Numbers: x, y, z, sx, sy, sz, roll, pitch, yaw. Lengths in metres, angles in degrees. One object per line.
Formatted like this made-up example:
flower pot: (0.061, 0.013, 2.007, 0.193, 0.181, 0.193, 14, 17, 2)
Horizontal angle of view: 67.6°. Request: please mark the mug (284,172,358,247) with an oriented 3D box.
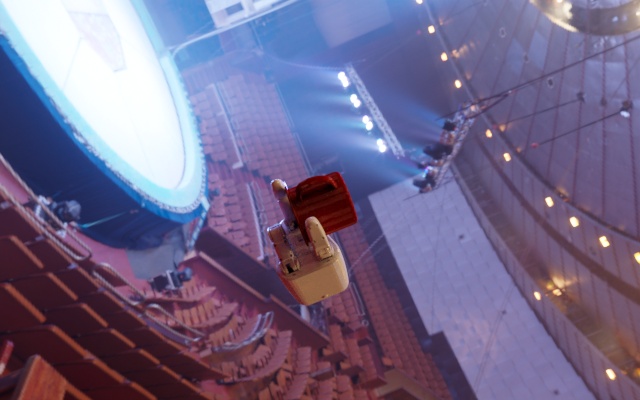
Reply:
mug: (0.000, 0.001, 0.676, 0.081, 0.093, 0.117, -21, -36, -1)
